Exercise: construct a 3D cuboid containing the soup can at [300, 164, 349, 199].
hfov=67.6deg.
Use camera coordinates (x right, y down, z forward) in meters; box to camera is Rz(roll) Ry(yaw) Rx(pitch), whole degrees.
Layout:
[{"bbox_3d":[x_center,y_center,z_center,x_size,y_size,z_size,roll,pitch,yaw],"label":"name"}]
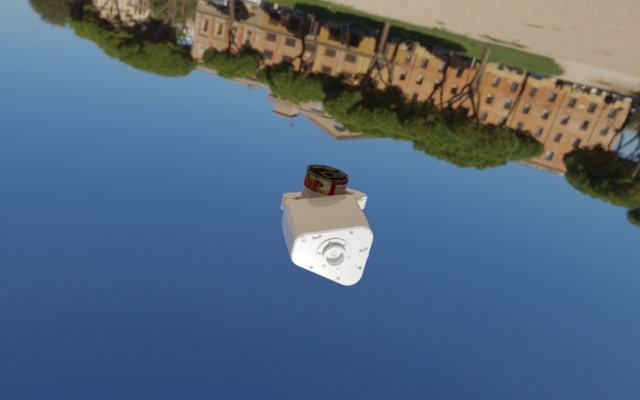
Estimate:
[{"bbox_3d":[0.000,0.003,0.756,0.068,0.102,0.068,13,20,-5],"label":"soup can"}]
